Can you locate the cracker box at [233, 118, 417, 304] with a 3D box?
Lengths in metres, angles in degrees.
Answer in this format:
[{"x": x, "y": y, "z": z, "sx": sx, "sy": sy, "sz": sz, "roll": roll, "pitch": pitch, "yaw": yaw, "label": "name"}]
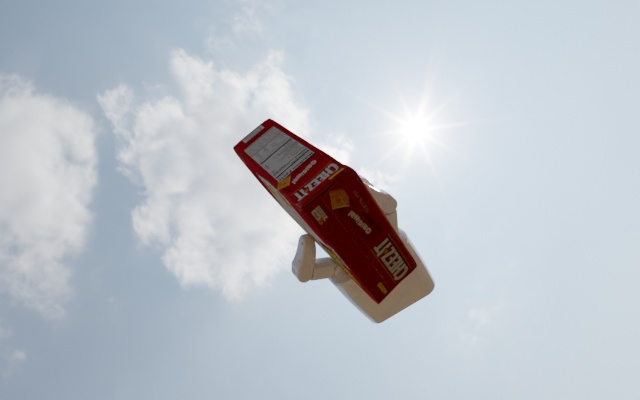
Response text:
[{"x": 0.000, "y": 0.002, "z": 0.565, "sx": 0.164, "sy": 0.072, "sz": 0.213, "roll": 52, "pitch": -7, "yaw": -34, "label": "cracker box"}]
